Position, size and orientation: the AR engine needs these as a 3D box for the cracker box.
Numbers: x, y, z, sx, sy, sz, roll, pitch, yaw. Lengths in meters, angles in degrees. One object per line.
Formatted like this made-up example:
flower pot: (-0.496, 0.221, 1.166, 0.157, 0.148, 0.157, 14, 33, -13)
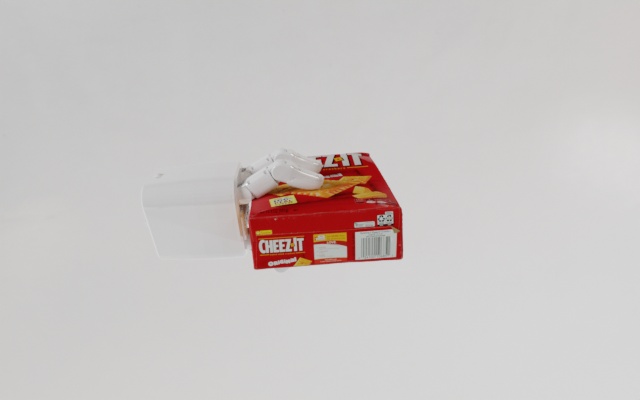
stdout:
cracker box: (0.000, 0.002, 0.598, 0.164, 0.072, 0.213, -4, 22, -3)
